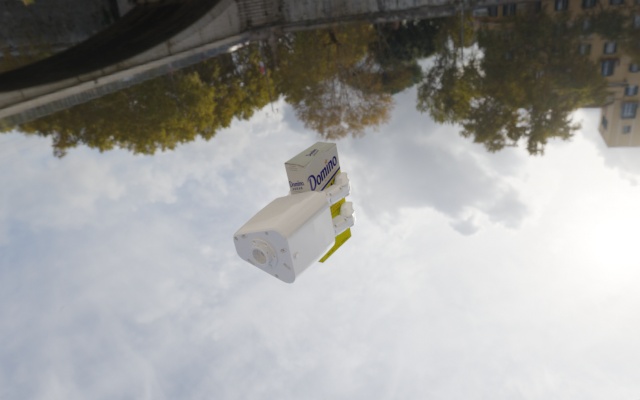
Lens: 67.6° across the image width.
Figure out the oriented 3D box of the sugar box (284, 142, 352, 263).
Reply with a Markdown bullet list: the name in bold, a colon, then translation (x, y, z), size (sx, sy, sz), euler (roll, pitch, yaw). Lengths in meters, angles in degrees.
- **sugar box**: translation (0.001, 0.003, 0.780), size (0.048, 0.176, 0.093), euler (12, 34, 34)
